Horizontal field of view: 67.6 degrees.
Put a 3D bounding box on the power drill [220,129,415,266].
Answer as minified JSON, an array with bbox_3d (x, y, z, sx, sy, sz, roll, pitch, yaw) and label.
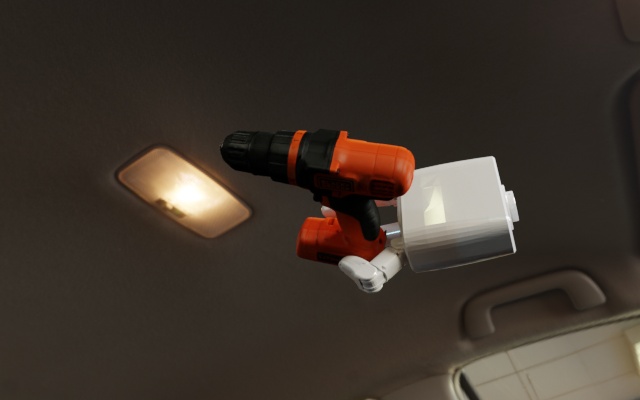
[{"bbox_3d":[0.000,0.002,0.500,0.184,0.057,0.188,10,-31,13],"label":"power drill"}]
